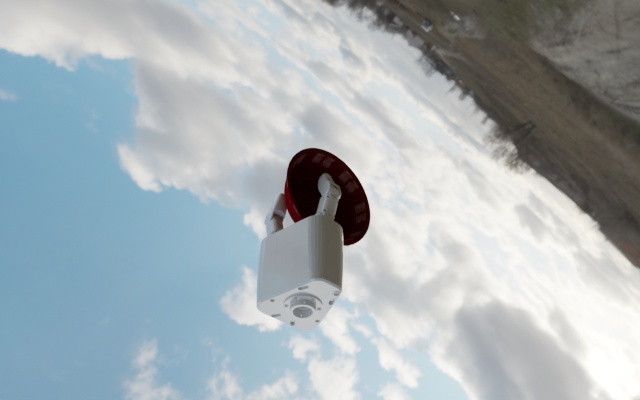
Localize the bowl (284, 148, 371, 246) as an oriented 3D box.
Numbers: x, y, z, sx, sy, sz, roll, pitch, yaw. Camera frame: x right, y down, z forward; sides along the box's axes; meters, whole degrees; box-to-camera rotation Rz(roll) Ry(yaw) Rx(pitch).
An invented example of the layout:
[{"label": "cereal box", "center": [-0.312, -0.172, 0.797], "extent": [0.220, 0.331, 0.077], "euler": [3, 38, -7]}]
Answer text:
[{"label": "bowl", "center": [0.000, 0.002, 0.729], "extent": [0.162, 0.162, 0.055], "euler": [0, -25, -43]}]
